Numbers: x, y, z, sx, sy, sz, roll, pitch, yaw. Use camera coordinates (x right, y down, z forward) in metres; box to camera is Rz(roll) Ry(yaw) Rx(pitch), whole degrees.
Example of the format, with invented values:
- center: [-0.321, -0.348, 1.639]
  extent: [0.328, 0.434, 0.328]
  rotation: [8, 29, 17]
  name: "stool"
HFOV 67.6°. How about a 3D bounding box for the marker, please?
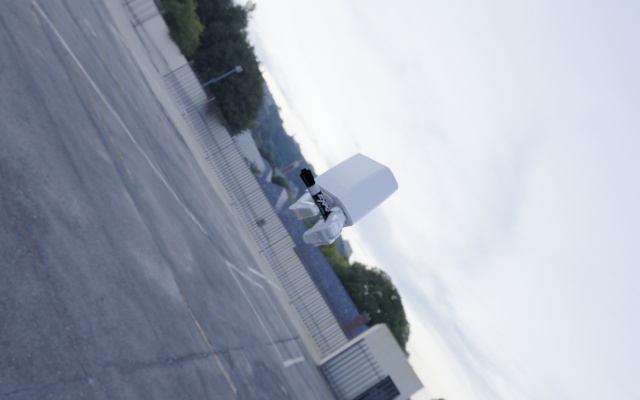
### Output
- center: [0.000, 0.002, 0.749]
  extent: [0.020, 0.121, 0.020]
  rotation: [-24, 21, 10]
  name: "marker"
